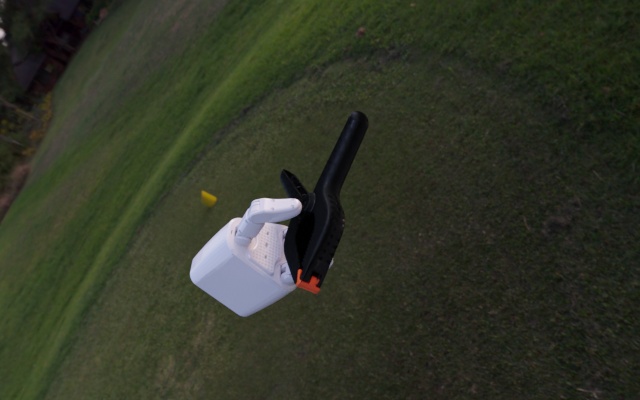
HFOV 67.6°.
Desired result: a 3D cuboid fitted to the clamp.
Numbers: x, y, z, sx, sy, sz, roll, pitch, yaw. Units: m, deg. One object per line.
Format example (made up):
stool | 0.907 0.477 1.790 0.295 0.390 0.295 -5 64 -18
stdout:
clamp | -0.001 0.002 0.552 0.036 0.209 0.165 26 -46 -27
